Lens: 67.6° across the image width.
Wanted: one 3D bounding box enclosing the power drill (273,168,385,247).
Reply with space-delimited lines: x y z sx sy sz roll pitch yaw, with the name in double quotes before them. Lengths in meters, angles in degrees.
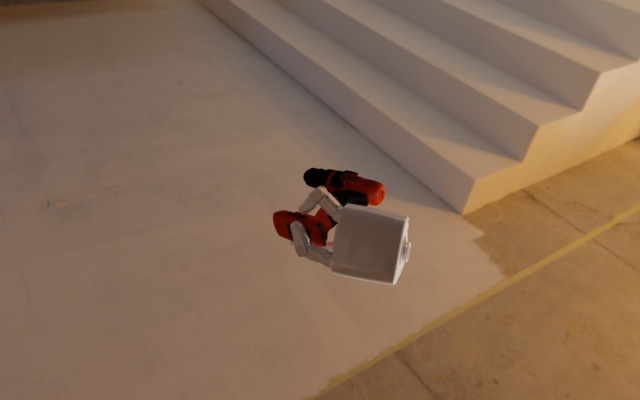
"power drill" 0.000 0.003 0.884 0.184 0.057 0.187 15 42 37
